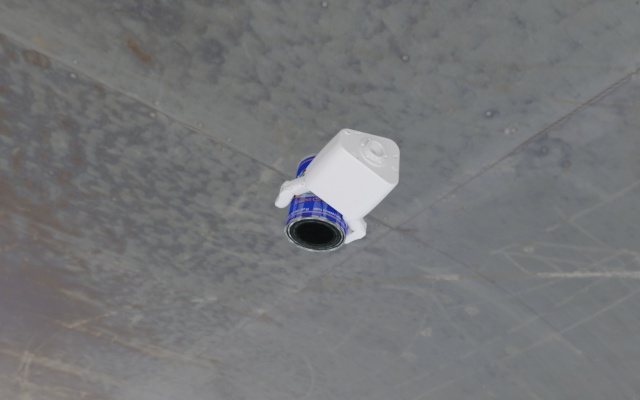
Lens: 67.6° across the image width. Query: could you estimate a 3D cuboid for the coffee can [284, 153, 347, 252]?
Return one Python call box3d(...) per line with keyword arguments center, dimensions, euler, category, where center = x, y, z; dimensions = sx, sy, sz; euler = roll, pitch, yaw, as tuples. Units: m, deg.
box3d(center=(0.000, 0.003, 0.822), dimensions=(0.103, 0.140, 0.103), euler=(6, -37, 5), category="coffee can")
